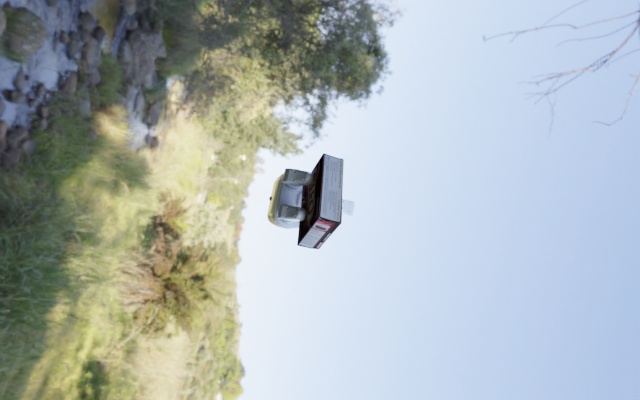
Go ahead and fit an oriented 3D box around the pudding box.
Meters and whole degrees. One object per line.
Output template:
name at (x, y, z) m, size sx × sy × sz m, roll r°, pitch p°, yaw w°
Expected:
pudding box at (0.000, 0.002, 0.697) m, size 0.039 × 0.113 × 0.090 m, roll 12°, pitch -33°, yaw -16°
